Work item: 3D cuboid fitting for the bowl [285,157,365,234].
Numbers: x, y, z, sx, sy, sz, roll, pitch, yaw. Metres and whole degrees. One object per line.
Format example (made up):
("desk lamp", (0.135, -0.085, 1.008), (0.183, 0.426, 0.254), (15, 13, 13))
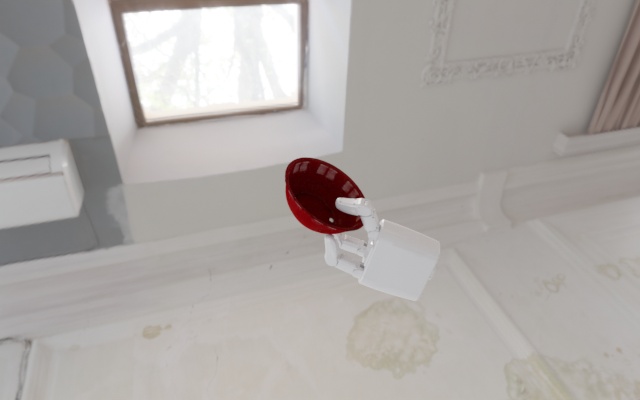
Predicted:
("bowl", (-0.001, 0.002, 0.810), (0.162, 0.162, 0.055), (0, -39, -41))
